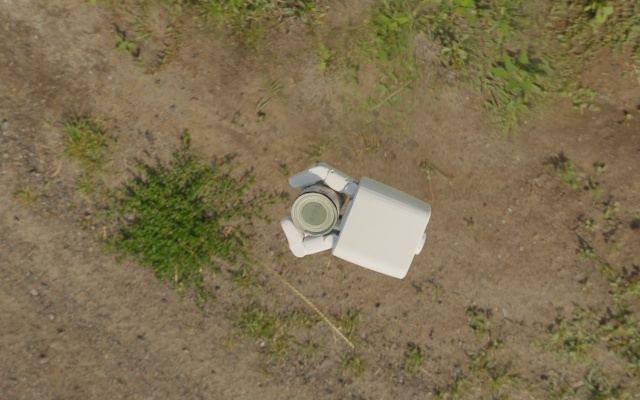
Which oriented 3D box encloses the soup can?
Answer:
[{"bbox_3d":[0.000,0.002,0.696,0.068,0.068,0.102,0,20,11],"label":"soup can"}]
